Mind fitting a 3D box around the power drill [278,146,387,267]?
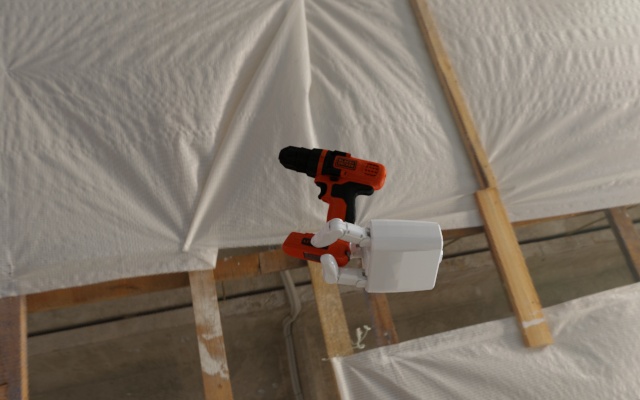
[{"bbox_3d":[0.000,0.003,0.771,0.184,0.187,0.057,12,-21,11],"label":"power drill"}]
